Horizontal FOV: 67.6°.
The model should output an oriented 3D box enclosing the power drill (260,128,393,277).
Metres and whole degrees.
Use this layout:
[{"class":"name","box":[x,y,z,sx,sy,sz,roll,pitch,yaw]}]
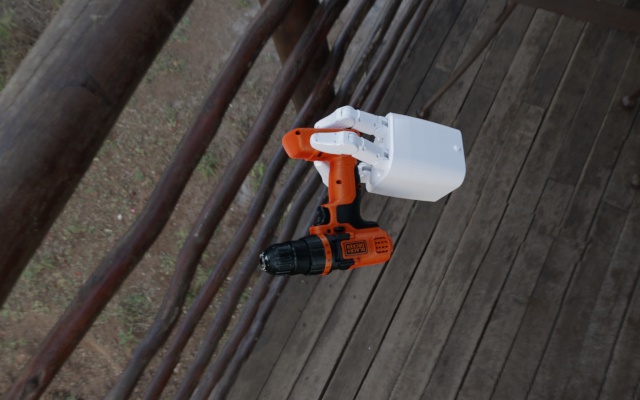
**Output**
[{"class":"power drill","box":[0.000,0.002,0.623,0.184,0.187,0.057,-4,-9,-29]}]
